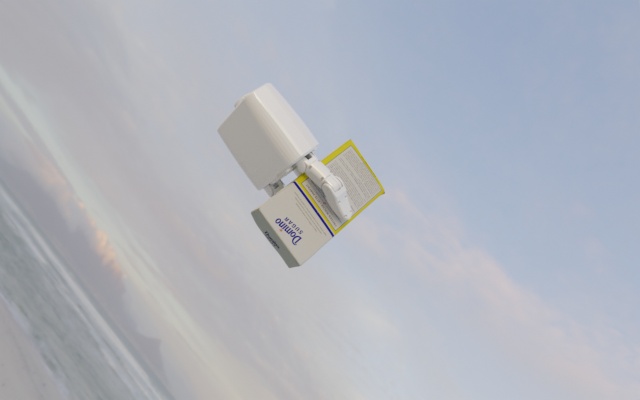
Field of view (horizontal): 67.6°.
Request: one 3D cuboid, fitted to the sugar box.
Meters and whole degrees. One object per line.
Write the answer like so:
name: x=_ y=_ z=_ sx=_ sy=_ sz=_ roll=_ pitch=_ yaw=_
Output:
sugar box: x=0.000 y=0.002 z=0.649 sx=0.176 sy=0.093 sz=0.048 roll=-38 pitch=7 yaw=-26
